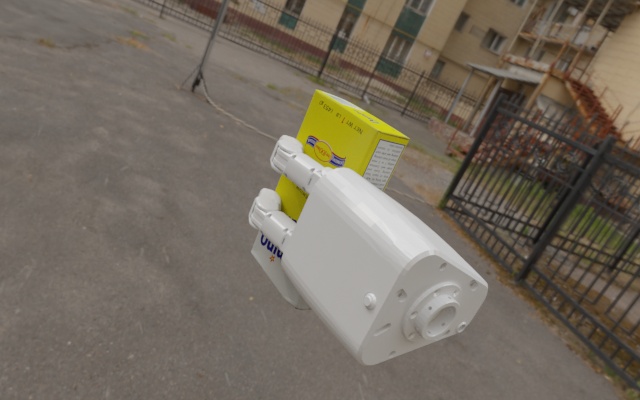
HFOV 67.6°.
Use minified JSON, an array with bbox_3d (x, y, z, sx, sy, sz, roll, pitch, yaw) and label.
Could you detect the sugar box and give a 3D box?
[{"bbox_3d":[0.000,0.001,0.429,0.048,0.176,0.093,9,24,-41],"label":"sugar box"}]
